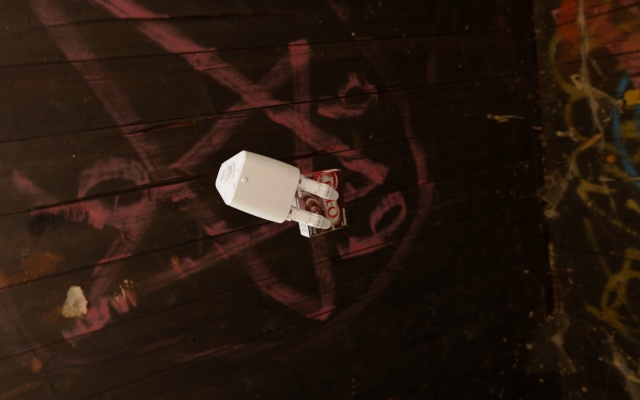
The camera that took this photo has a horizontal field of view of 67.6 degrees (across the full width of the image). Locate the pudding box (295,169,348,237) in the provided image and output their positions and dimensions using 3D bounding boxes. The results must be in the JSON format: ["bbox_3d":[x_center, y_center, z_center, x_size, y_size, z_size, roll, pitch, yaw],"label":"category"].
[{"bbox_3d":[0.000,0.003,0.894,0.090,0.113,0.039,-14,14,-30],"label":"pudding box"}]
